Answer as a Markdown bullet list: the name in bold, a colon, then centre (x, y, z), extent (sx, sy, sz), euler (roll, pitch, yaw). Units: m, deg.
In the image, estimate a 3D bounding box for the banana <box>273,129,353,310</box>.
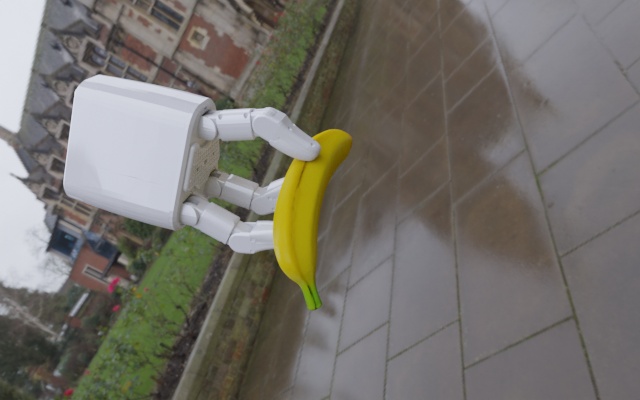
- **banana**: centre (-0.006, -0.008, 0.420), extent (0.037, 0.197, 0.070), euler (-3, -41, 21)
